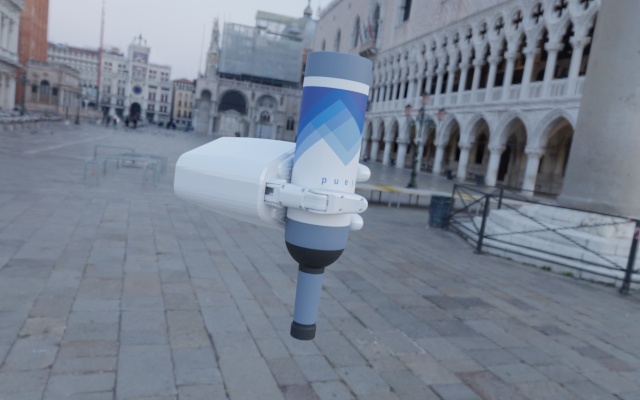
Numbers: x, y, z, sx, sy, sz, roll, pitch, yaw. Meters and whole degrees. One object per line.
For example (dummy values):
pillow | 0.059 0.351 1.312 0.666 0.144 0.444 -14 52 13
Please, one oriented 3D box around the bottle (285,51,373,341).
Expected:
bottle | 0.000 0.001 0.499 0.069 0.296 0.069 8 7 -1
